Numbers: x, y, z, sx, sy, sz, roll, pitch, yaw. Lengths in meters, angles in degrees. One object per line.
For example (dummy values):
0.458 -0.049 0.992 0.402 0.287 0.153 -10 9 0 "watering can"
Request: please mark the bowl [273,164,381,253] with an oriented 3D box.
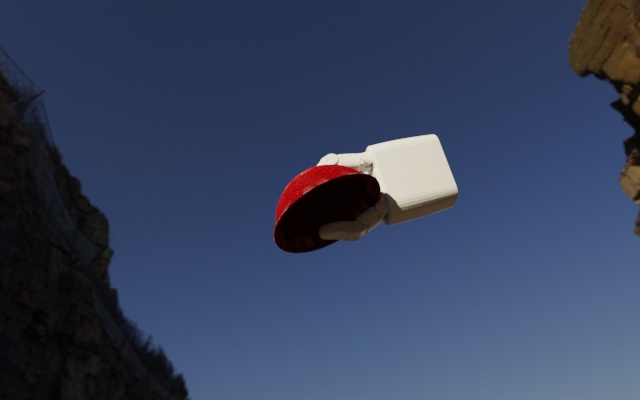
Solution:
-0.001 0.002 0.655 0.162 0.055 0.162 -23 -32 -15 "bowl"
